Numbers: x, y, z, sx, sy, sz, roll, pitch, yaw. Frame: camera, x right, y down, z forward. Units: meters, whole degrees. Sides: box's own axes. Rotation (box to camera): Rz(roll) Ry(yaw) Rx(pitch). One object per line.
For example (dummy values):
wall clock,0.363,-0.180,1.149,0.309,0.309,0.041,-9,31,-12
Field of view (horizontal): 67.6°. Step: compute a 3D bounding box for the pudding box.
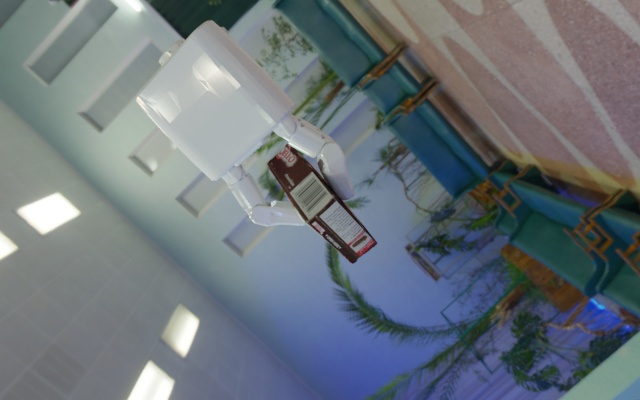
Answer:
pudding box,0.000,0.002,0.491,0.090,0.039,0.113,44,7,-42
